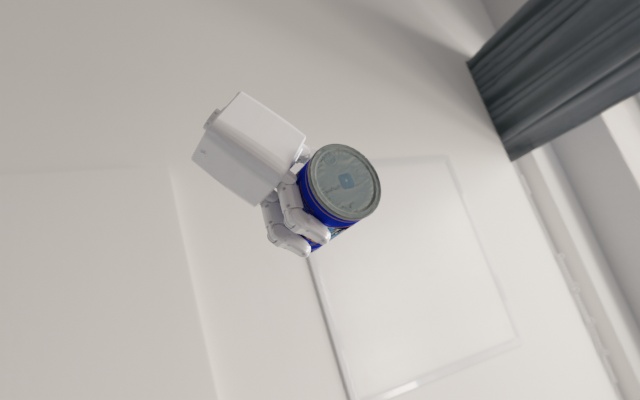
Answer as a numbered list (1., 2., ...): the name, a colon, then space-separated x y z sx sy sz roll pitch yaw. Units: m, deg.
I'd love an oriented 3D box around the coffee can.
1. coffee can: 0.000 0.002 0.639 0.103 0.102 0.140 0 -23 -30
